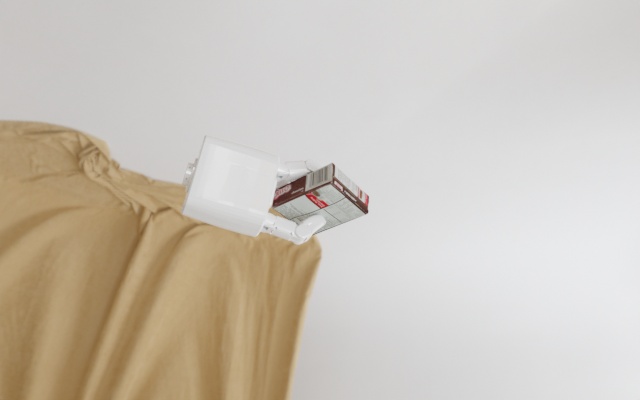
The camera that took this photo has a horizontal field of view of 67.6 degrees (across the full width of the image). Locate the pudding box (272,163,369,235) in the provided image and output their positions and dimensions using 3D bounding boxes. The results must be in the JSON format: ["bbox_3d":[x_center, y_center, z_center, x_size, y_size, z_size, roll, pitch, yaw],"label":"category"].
[{"bbox_3d":[0.000,0.002,0.693,0.113,0.039,0.090,-22,-44,33],"label":"pudding box"}]
